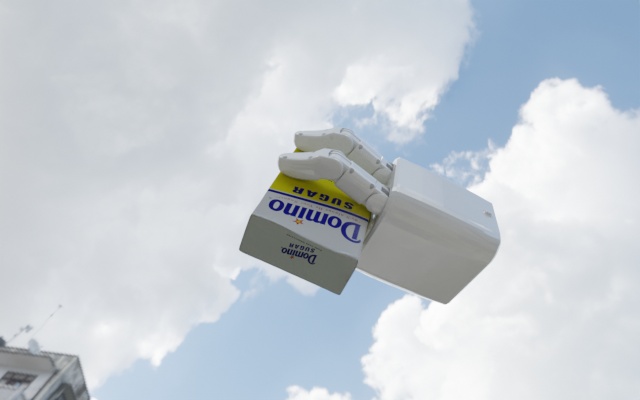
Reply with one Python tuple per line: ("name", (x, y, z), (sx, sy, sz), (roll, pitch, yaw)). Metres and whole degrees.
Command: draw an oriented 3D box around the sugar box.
("sugar box", (0.000, 0.001, 0.445), (0.093, 0.048, 0.176), (24, 30, -1))
